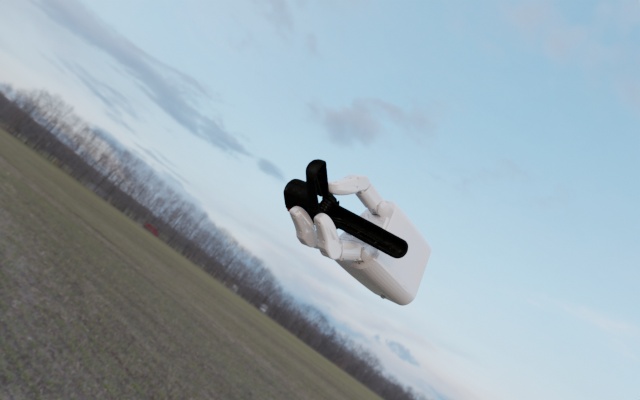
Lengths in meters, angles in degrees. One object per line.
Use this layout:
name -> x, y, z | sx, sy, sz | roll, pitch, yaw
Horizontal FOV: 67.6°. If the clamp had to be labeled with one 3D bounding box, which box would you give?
clamp -> 0.000, 0.001, 0.617 | 0.165, 0.036, 0.210 | 47, -18, -29
